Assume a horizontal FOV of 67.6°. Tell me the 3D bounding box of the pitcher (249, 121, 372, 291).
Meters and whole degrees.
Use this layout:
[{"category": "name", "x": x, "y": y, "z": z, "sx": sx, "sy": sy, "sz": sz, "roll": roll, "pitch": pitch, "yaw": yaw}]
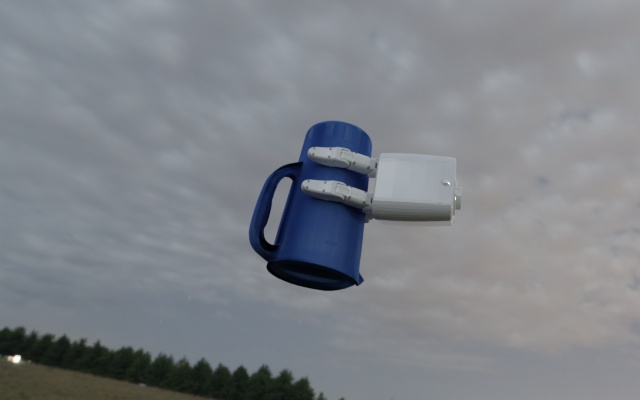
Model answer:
[{"category": "pitcher", "x": 0.000, "y": 0.002, "z": 0.712, "sx": 0.145, "sy": 0.242, "sz": 0.149, "roll": 3, "pitch": -25, "yaw": 18}]
